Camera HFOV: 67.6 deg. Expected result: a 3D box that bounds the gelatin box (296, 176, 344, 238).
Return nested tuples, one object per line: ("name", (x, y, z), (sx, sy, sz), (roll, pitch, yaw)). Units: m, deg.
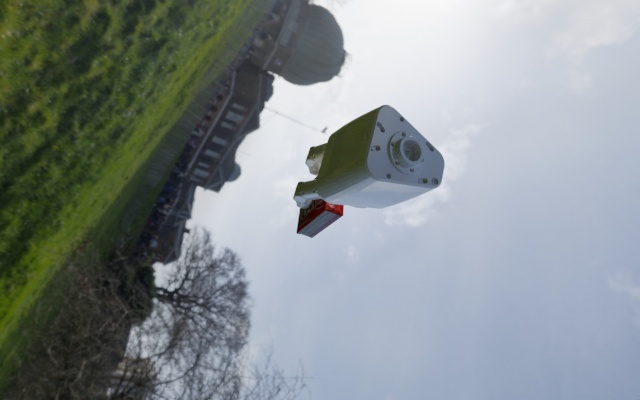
("gelatin box", (0.000, 0.002, 0.671), (0.030, 0.073, 0.089), (20, -33, -22))
